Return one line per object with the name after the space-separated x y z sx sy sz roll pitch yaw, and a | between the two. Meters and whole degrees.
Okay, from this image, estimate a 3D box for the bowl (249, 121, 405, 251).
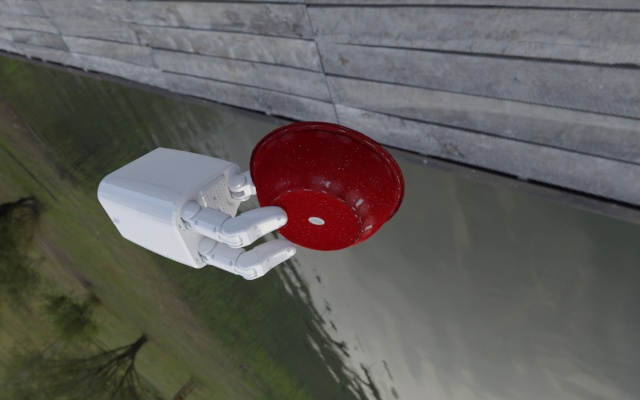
0.001 0.002 0.472 0.162 0.055 0.162 9 -41 7 | bowl
